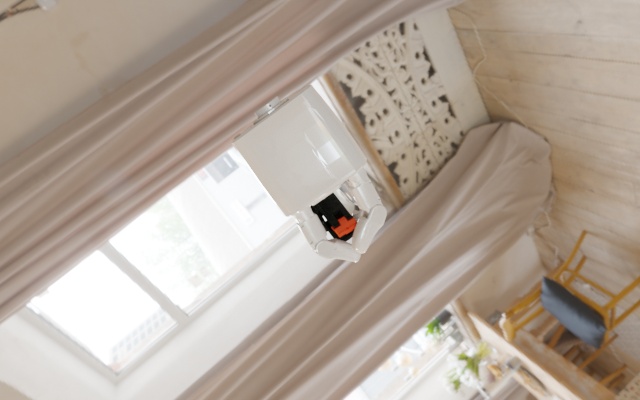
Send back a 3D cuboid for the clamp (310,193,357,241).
[{"bbox_3d":[0.000,0.003,0.626,0.039,0.120,0.171,-38,14,-9],"label":"clamp"}]
